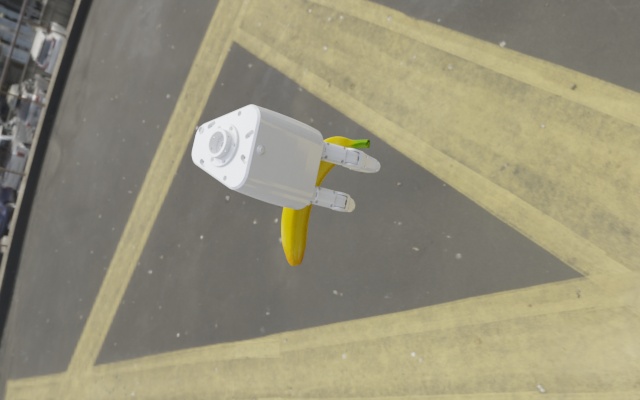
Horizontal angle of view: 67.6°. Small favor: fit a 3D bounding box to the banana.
[{"bbox_3d":[-0.012,-0.010,0.643,0.069,0.198,0.037,34,9,29],"label":"banana"}]
